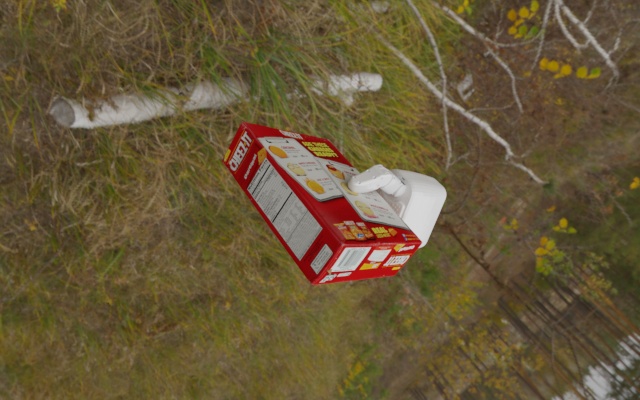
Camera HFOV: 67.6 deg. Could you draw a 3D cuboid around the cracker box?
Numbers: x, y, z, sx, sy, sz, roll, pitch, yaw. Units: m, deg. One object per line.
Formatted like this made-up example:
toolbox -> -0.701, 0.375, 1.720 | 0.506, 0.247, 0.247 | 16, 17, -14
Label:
cracker box -> 0.000, 0.002, 0.591 | 0.164, 0.072, 0.213 | 4, 38, -49
